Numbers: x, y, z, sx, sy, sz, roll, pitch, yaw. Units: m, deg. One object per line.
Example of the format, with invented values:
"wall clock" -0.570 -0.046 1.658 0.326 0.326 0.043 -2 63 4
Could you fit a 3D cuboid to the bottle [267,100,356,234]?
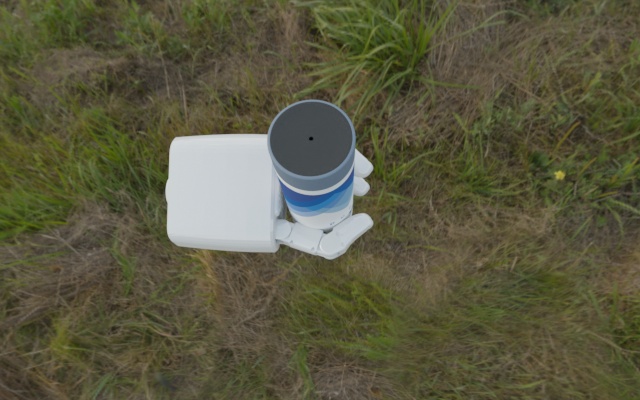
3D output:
"bottle" 0.000 0.002 0.494 0.069 0.069 0.296 0 -19 3
